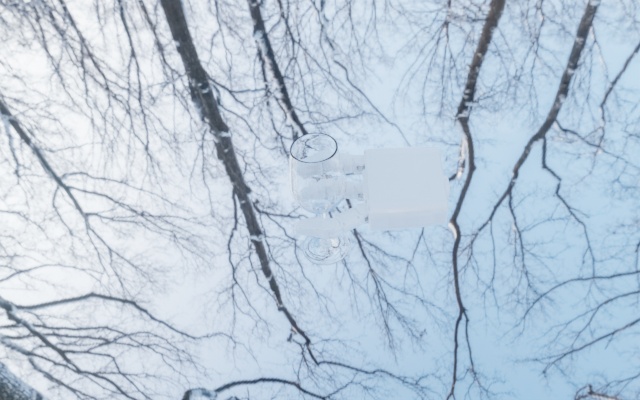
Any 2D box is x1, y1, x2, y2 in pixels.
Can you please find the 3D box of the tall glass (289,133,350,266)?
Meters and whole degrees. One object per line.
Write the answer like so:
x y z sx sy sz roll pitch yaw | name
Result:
0.000 0.003 0.676 0.079 0.079 0.201 0 -44 8 | tall glass
